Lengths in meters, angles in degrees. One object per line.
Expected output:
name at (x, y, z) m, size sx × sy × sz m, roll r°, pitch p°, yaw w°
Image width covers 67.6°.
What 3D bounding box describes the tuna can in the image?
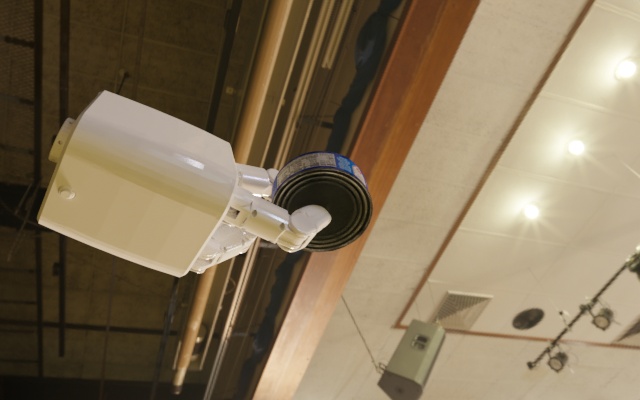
tuna can at (0.000, 0.001, 0.410) m, size 0.086 × 0.086 × 0.033 m, roll 0°, pitch 34°, yaw -5°
